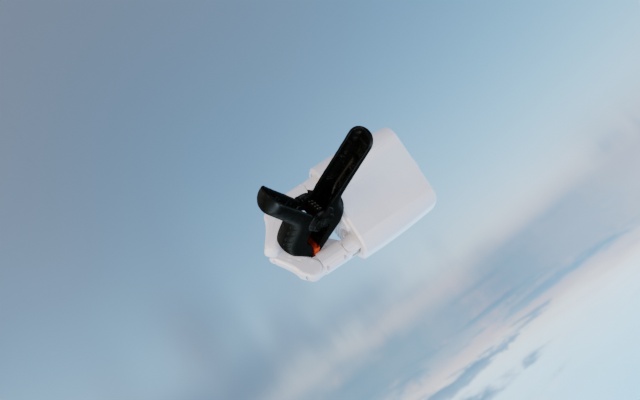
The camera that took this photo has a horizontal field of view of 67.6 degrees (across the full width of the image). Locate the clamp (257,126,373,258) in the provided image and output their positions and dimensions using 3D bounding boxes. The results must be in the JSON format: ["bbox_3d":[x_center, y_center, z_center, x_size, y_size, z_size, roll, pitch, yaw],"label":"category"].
[{"bbox_3d":[0.000,0.002,0.461,0.120,0.039,0.171,-33,-21,-13],"label":"clamp"}]
